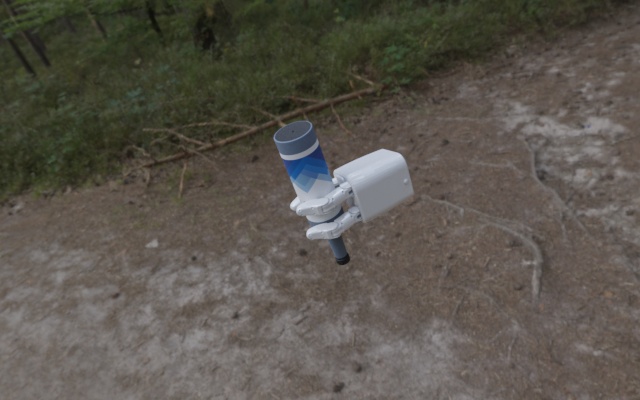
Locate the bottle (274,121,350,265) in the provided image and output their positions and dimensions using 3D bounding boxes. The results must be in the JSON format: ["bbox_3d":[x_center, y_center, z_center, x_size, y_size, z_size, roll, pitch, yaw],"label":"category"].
[{"bbox_3d":[0.000,0.003,0.851,0.069,0.296,0.069,-15,34,10],"label":"bottle"}]
